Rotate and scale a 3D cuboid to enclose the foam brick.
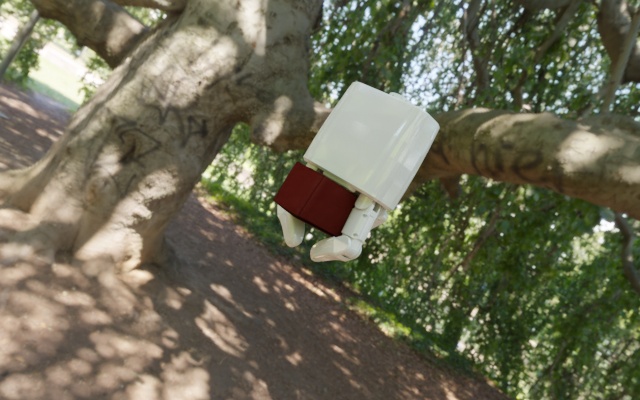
[{"bbox_3d":[0.000,0.002,0.511,0.078,0.051,0.053,30,2,-42],"label":"foam brick"}]
